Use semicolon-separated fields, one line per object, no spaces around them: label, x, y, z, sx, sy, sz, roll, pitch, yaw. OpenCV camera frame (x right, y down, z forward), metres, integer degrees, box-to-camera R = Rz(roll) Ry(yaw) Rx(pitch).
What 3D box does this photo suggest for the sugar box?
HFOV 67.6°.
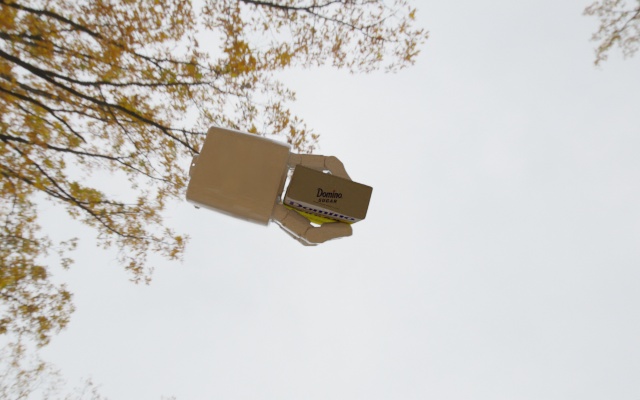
sugar box;0.000;0.002;0.608;0.093;0.048;0.176;16;-7;-4
